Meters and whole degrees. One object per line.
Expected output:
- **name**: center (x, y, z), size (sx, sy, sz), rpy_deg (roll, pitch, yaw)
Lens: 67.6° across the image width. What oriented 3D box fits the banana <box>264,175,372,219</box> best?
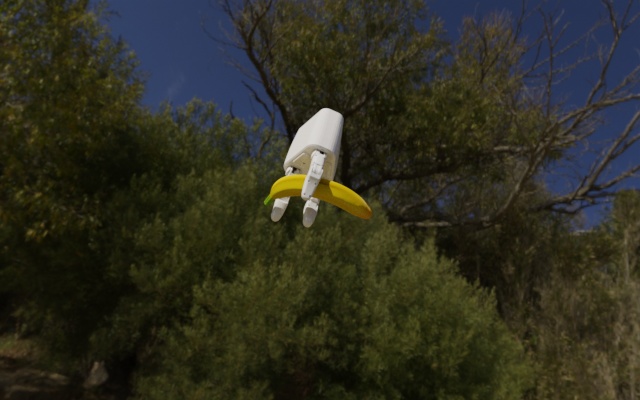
- **banana**: center (-0.003, -0.011, 0.850), size (0.198, 0.070, 0.037), rpy_deg (9, 46, 6)
